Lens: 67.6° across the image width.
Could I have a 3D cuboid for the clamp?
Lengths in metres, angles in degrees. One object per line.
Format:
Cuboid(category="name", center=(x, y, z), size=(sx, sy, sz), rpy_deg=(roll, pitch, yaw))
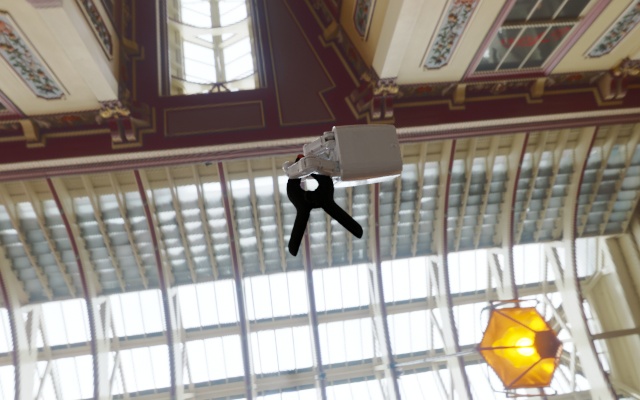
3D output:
Cuboid(category="clamp", center=(0.000, 0.003, 0.775), size=(0.120, 0.171, 0.039), rpy_deg=(-5, -21, -8))
